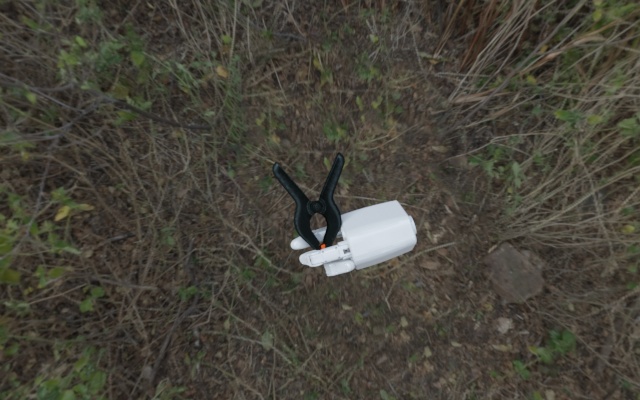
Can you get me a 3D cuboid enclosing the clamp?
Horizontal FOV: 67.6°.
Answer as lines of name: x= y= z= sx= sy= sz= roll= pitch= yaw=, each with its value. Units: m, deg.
clamp: x=0.000 y=0.003 z=0.793 sx=0.120 sy=0.171 sz=0.039 roll=-18 pitch=3 yaw=0
